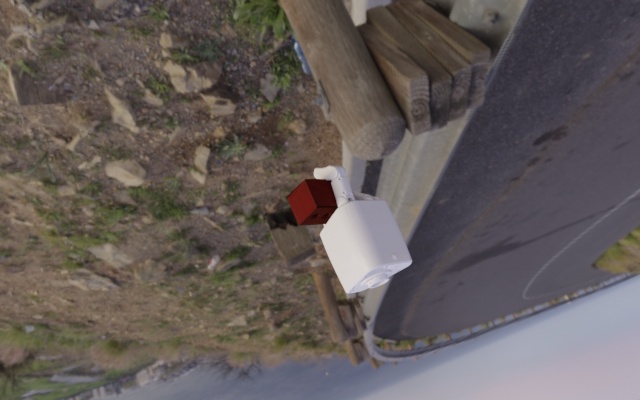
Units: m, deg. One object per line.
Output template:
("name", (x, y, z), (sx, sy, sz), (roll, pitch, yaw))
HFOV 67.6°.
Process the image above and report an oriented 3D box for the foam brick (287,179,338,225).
("foam brick", (0.000, 0.002, 0.728), (0.078, 0.051, 0.053), (-1, -31, -41))
